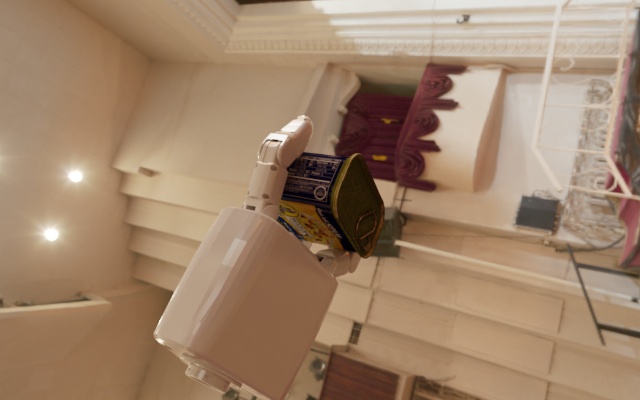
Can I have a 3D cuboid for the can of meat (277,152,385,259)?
[{"bbox_3d":[0.000,0.001,0.415,0.084,0.057,0.102,9,-28,29],"label":"can of meat"}]
